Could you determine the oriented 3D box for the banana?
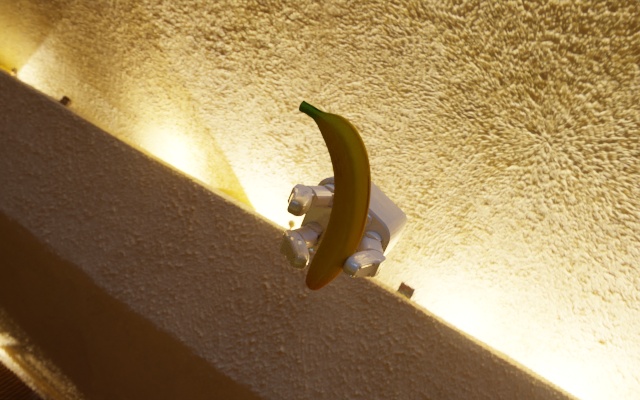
[{"bbox_3d":[0.017,-0.001,0.484,0.069,0.198,0.037,3,12,22],"label":"banana"}]
